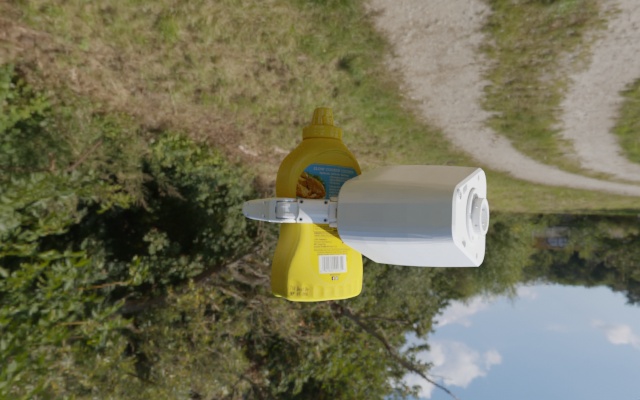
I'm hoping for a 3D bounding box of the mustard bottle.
[{"bbox_3d":[0.000,0.002,0.486,0.096,0.191,0.058,3,-3,-34],"label":"mustard bottle"}]
